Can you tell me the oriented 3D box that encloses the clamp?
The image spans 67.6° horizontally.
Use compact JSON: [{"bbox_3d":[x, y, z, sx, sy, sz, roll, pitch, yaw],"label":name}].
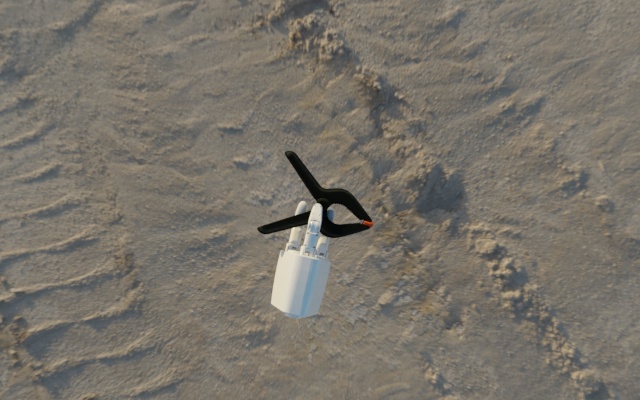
[{"bbox_3d":[0.001,0.003,0.899,0.210,0.164,0.036,13,-4,-1],"label":"clamp"}]
